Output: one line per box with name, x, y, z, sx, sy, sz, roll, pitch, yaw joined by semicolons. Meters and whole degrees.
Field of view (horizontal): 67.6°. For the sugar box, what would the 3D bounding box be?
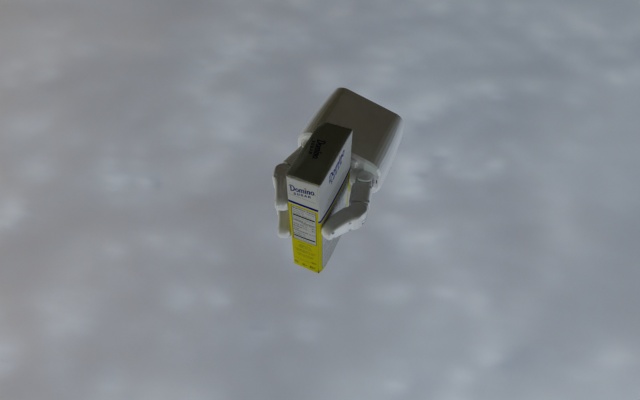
sugar box;0.000;0.002;0.571;0.048;0.093;0.176;18;-37;17
